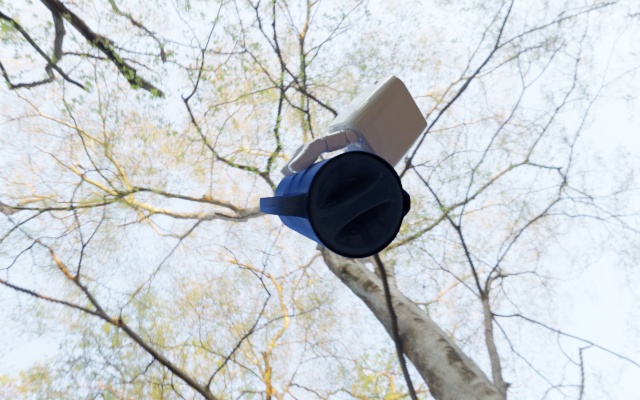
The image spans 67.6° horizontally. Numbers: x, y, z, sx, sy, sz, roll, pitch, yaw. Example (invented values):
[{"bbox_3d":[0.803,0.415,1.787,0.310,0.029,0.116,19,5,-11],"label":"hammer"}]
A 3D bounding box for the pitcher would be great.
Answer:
[{"bbox_3d":[0.000,0.002,0.690,0.149,0.145,0.243,44,-12,-15],"label":"pitcher"}]
